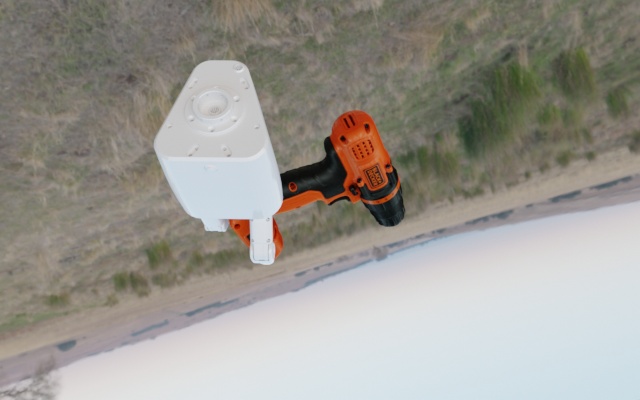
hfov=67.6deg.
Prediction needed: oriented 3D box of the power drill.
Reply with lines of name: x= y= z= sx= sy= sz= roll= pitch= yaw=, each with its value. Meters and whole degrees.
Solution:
power drill: x=0.000 y=0.002 z=0.547 sx=0.187 sy=0.057 sz=0.185 roll=-27 pitch=-43 yaw=4
